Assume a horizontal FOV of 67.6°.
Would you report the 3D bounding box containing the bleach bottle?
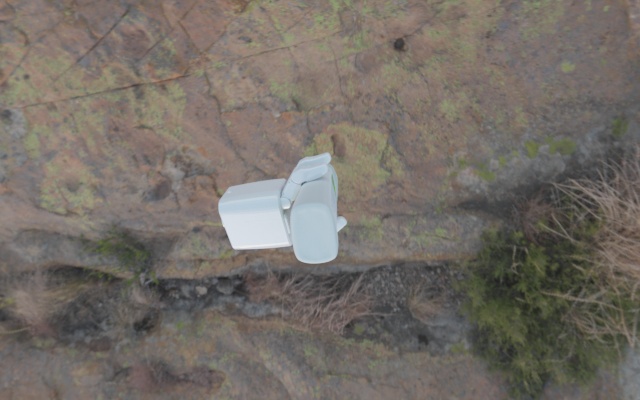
[{"bbox_3d":[0.000,0.003,0.812,0.068,0.103,0.250,-4,21,7],"label":"bleach bottle"}]
